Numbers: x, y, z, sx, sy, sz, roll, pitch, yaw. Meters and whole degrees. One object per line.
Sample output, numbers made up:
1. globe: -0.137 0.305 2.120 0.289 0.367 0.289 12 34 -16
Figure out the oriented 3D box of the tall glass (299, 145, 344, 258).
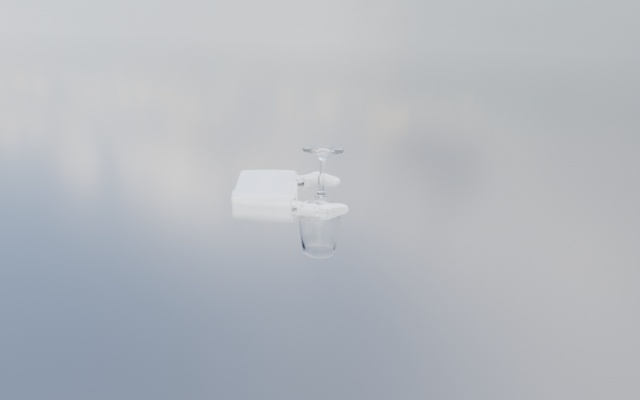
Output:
1. tall glass: 0.000 0.002 0.882 0.079 0.201 0.079 2 19 -1
